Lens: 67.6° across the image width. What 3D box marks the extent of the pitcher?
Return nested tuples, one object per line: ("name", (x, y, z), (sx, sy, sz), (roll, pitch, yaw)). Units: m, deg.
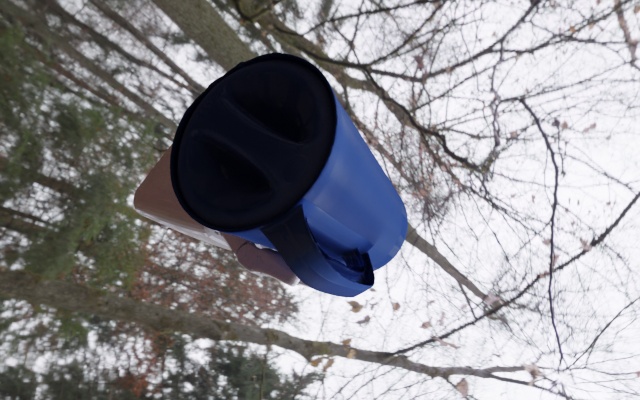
("pitcher", (0.000, 0.001, 0.418), (0.145, 0.149, 0.243), (12, -13, 29))
